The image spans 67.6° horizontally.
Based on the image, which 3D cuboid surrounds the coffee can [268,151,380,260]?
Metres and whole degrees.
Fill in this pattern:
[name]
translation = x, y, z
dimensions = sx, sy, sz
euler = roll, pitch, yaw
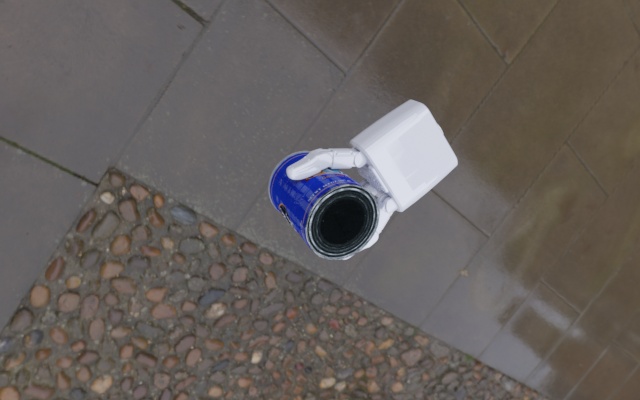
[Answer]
[coffee can]
translation = 0.000, 0.002, 0.643
dimensions = 0.103, 0.103, 0.140
euler = 0, 22, -26
